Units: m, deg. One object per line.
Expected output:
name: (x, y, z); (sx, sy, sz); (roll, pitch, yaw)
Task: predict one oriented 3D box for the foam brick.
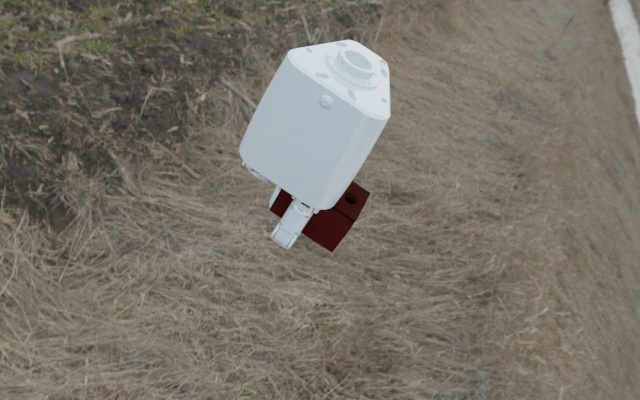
foam brick: (0.000, 0.002, 0.472); (0.078, 0.051, 0.053); (34, 39, 0)
